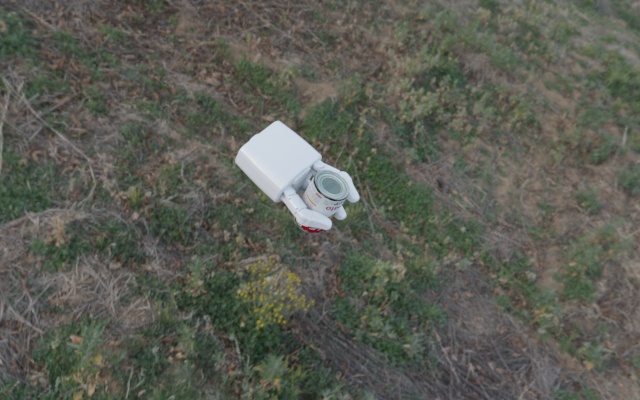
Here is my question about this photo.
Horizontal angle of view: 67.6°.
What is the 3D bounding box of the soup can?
[{"bbox_3d":[0.001,0.003,0.838,0.068,0.068,0.102,0,-37,-29],"label":"soup can"}]
